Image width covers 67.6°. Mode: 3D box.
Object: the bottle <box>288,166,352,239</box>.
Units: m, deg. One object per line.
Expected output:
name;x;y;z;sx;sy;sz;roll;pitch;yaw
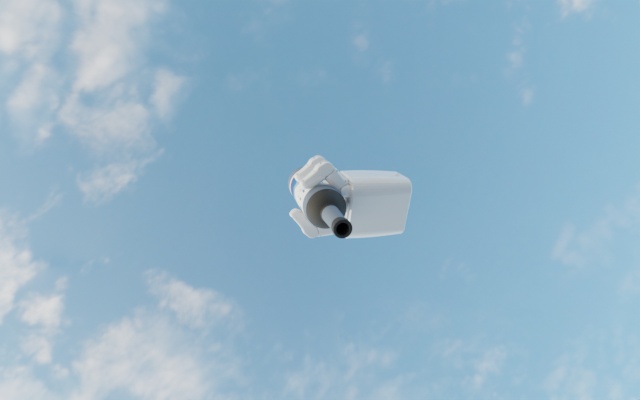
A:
bottle;0.000;0.003;0.787;0.069;0.069;0.295;0;14;-12
